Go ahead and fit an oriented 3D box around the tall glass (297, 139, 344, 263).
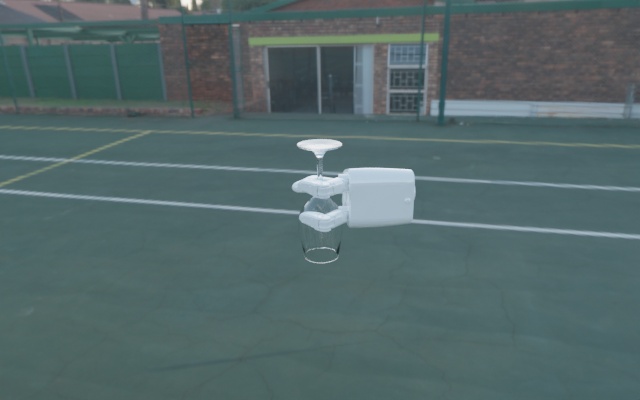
[{"bbox_3d":[0.000,0.002,0.807,0.079,0.201,0.079,-1,20,0],"label":"tall glass"}]
